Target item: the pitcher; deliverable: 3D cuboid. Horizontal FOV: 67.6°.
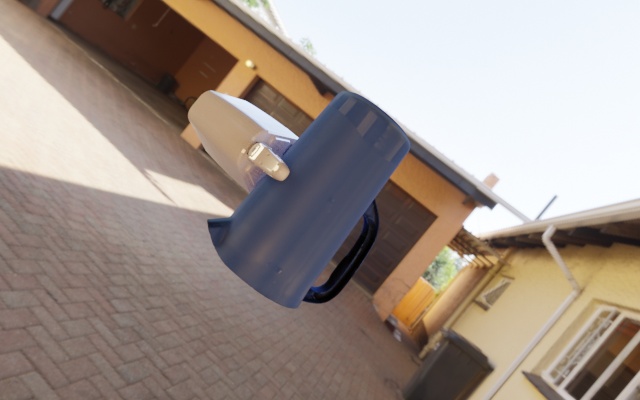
[{"bbox_3d":[0.000,0.002,0.569,0.145,0.243,0.149,39,1,23],"label":"pitcher"}]
